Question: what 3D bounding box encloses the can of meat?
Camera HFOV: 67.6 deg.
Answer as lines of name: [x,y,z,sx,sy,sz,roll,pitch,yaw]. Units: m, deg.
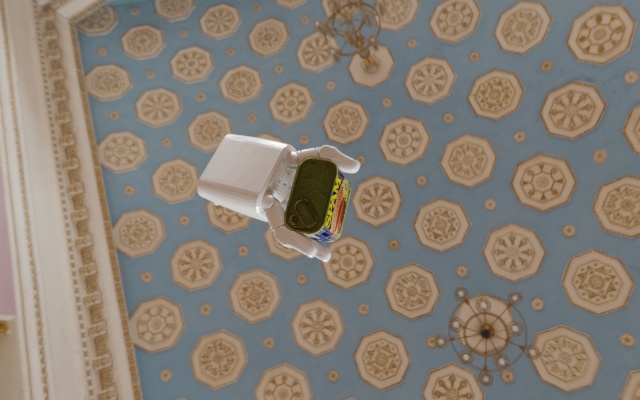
can of meat: [0.000,0.002,0.649,0.057,0.102,0.084,11,-10,21]
